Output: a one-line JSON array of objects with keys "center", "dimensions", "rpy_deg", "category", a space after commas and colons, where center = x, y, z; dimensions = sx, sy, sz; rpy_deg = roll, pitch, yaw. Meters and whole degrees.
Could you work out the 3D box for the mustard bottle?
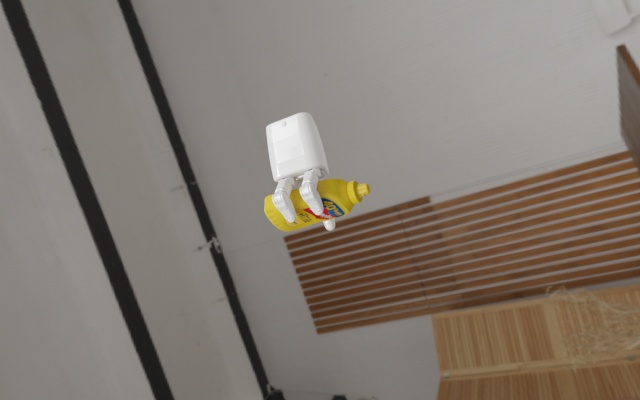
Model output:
[{"center": [0.000, 0.003, 0.874], "dimensions": [0.191, 0.058, 0.096], "rpy_deg": [-17, -37, 23], "category": "mustard bottle"}]
